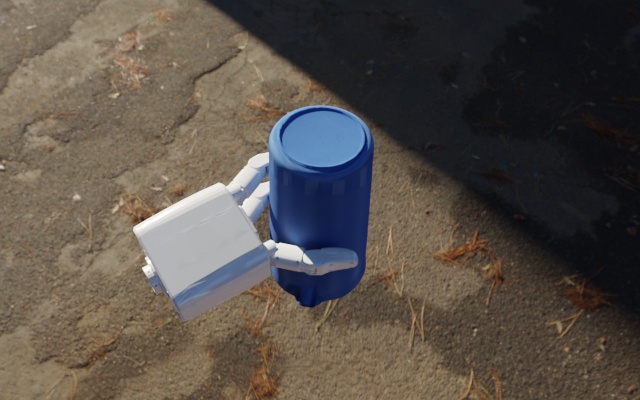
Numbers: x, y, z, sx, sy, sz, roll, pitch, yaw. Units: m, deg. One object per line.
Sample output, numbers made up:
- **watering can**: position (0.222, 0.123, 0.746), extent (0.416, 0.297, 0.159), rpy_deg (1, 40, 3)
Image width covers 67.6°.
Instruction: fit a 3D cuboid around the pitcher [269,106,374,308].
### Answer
- **pitcher**: position (0.000, 0.002, 0.579), extent (0.145, 0.149, 0.243), rpy_deg (-26, -33, -21)
